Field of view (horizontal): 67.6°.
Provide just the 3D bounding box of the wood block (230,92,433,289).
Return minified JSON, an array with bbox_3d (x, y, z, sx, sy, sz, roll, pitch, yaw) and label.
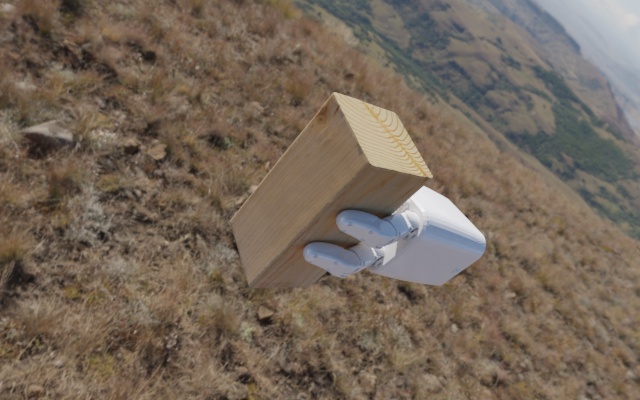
[{"bbox_3d":[0.000,0.001,0.497,0.090,0.090,0.206,8,-42,-40],"label":"wood block"}]
